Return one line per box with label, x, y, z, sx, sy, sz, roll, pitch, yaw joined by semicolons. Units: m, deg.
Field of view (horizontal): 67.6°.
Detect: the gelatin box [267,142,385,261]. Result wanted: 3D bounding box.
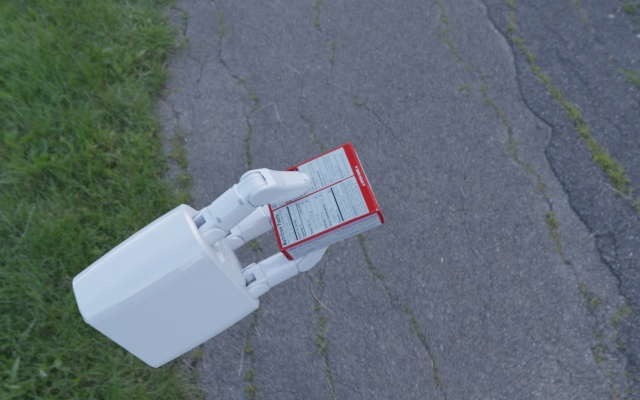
gelatin box;0.000;0.001;0.409;0.089;0.073;0.030;-23;-31;7
